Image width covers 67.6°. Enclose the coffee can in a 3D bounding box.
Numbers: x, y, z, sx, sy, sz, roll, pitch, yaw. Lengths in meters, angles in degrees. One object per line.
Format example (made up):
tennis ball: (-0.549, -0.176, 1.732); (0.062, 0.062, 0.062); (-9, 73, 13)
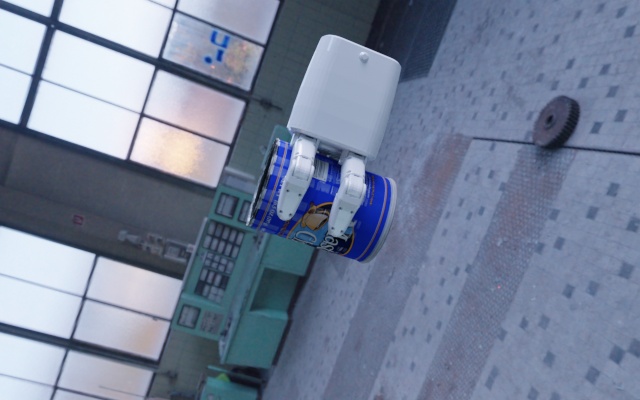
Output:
coffee can: (0.000, 0.002, 0.535); (0.140, 0.103, 0.103); (19, -4, -11)
